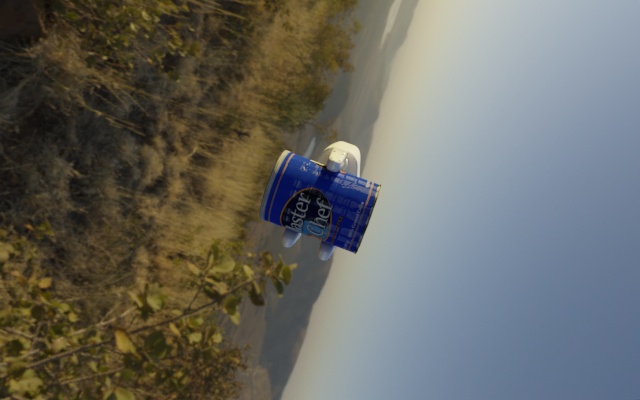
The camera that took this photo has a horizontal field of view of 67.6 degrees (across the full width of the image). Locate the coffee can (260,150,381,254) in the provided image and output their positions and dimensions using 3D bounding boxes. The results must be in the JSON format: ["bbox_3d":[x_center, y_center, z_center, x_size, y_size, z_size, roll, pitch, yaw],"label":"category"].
[{"bbox_3d":[0.000,0.002,0.659,0.140,0.103,0.103,20,1,4],"label":"coffee can"}]
